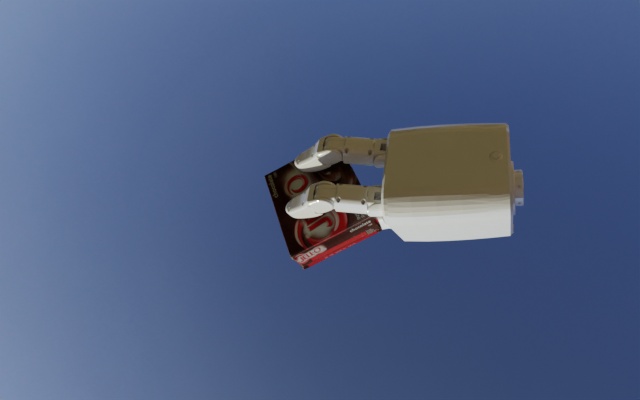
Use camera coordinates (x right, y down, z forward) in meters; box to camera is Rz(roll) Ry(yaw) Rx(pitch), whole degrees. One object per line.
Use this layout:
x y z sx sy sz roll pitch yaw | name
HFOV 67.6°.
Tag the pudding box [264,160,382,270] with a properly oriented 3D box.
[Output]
0.000 0.002 0.489 0.090 0.113 0.039 -27 -40 6 | pudding box
